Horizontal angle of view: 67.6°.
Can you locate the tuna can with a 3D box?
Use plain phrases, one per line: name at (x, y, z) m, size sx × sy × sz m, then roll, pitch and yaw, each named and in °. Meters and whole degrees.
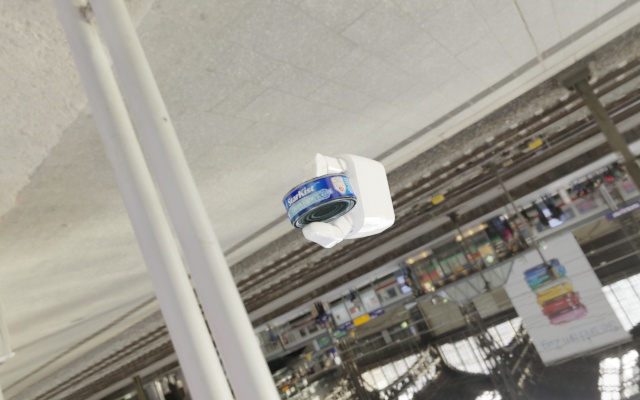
tuna can at (0.000, 0.002, 0.572) m, size 0.086 × 0.033 × 0.086 m, roll -19°, pitch -18°, yaw -6°
